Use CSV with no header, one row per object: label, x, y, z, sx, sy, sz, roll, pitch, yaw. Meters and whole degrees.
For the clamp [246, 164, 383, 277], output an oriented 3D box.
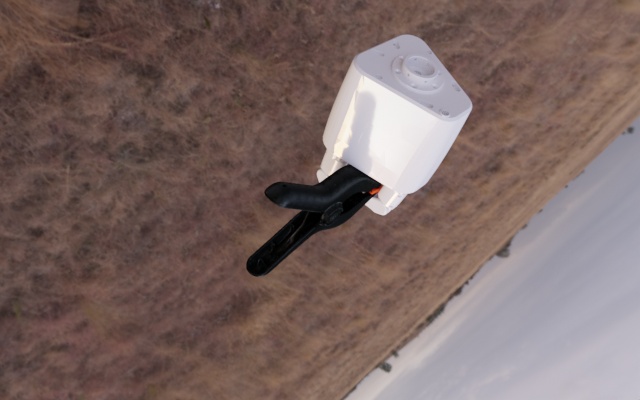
clamp,0.001,0.002,0.476,0.171,0.039,0.120,-33,-20,-31
